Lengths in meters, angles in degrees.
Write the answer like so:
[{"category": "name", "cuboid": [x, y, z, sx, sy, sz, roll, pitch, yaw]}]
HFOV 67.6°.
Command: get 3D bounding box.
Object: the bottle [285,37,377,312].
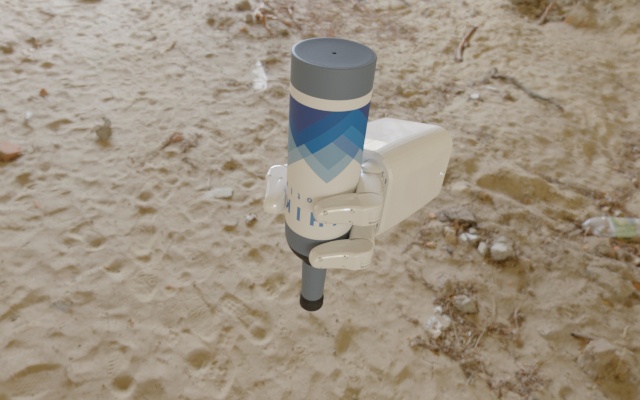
[{"category": "bottle", "cuboid": [0.000, 0.001, 0.458, 0.069, 0.296, 0.069, 3, 38, -3]}]
